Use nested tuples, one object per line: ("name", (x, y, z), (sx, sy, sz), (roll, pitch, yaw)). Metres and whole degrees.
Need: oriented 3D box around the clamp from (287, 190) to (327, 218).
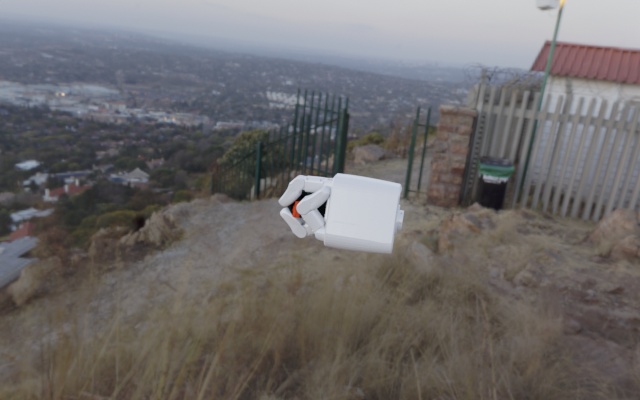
("clamp", (0.000, 0.002, 0.848), (0.120, 0.039, 0.171), (8, 16, 10))
